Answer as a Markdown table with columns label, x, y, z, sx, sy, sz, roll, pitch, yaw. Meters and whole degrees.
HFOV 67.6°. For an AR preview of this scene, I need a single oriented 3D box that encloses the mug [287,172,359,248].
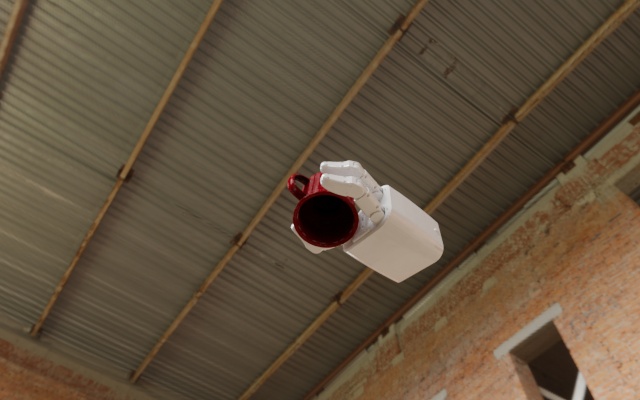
| label | x | y | z | sx | sy | sz | roll | pitch | yaw |
| --- | --- | --- | --- | --- | --- | --- | --- | --- | --- |
| mug | -0.001 | 0.001 | 0.699 | 0.117 | 0.093 | 0.081 | 35 | 26 | -15 |
